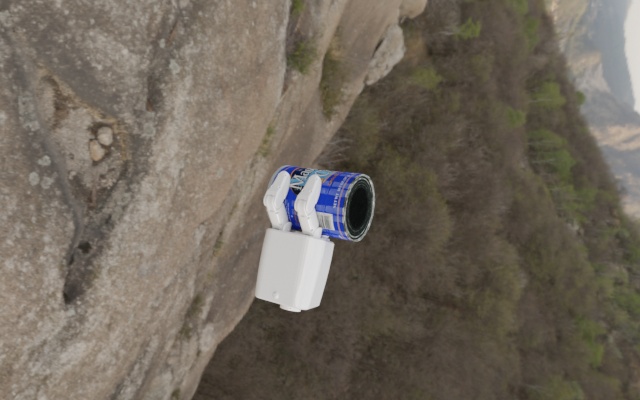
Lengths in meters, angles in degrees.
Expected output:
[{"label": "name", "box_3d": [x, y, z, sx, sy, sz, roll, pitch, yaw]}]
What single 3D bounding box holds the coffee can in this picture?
[{"label": "coffee can", "box_3d": [0.000, 0.002, 0.746, 0.140, 0.103, 0.103, 8, 4, 30]}]
